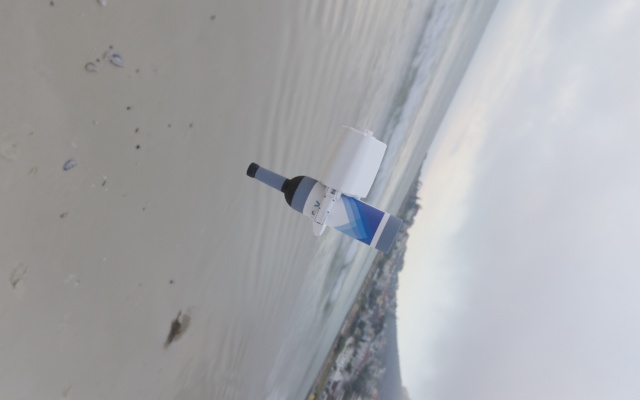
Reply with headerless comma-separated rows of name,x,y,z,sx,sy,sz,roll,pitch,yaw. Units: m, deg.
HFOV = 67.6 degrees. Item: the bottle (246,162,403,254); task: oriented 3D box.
bottle,0.000,0.003,0.865,0.295,0.069,0.069,25,4,9
